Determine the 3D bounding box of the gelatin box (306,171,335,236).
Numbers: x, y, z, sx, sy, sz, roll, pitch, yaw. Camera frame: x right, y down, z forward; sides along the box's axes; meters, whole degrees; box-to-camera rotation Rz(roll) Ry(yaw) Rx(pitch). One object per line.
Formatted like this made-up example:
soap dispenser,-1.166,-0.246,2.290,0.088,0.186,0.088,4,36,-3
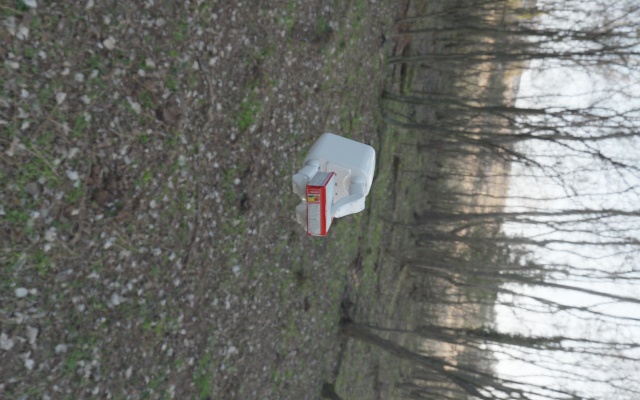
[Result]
gelatin box,0.001,0.002,0.697,0.030,0.073,0.089,3,18,9
